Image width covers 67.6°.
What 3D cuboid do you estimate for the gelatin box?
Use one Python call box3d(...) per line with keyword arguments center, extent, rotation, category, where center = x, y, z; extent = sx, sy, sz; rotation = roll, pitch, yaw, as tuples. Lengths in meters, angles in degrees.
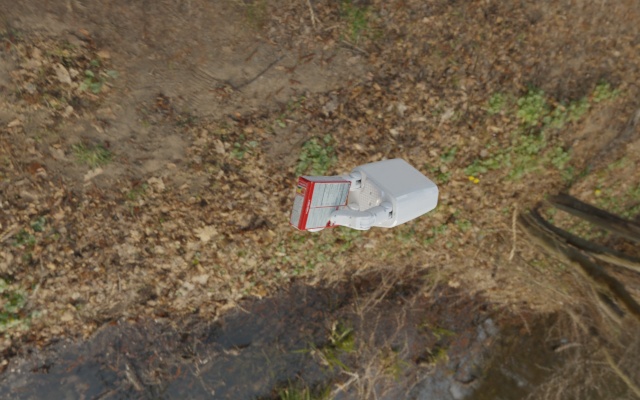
box3d(center=(0.000, 0.002, 0.699), extent=(0.030, 0.073, 0.089), rotation=(26, 20, 39), category="gelatin box")
